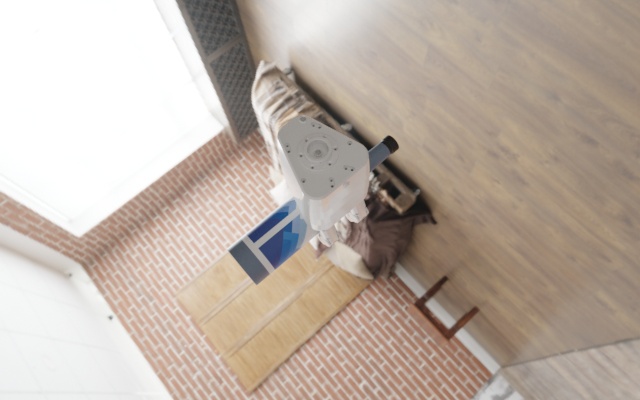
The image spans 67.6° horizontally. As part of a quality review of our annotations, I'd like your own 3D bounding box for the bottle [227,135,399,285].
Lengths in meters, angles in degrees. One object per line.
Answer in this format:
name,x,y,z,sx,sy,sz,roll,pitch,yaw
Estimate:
bottle,0.000,0.002,0.701,0.295,0.069,0.069,-40,9,-12
